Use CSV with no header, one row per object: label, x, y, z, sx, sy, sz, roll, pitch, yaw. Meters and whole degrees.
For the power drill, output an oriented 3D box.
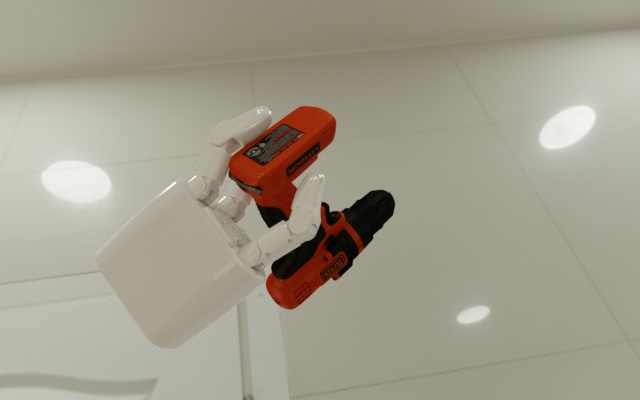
power drill,0.000,0.001,0.490,0.184,0.188,0.057,-41,43,-23
